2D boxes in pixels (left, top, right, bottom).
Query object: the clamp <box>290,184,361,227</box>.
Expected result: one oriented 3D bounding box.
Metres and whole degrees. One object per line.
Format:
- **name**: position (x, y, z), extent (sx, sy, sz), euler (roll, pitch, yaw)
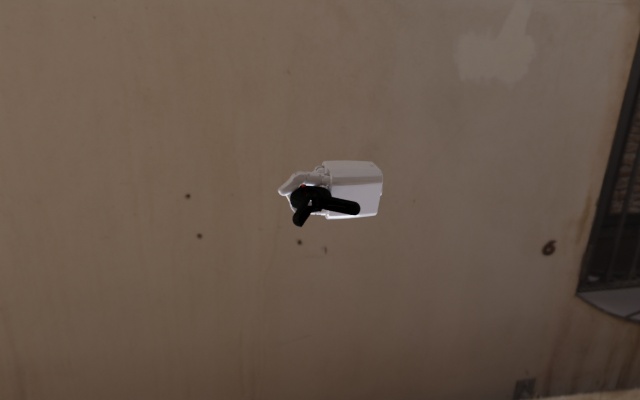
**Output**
- **clamp**: position (0.000, 0.003, 0.875), extent (0.120, 0.039, 0.171), euler (-2, 21, -10)
